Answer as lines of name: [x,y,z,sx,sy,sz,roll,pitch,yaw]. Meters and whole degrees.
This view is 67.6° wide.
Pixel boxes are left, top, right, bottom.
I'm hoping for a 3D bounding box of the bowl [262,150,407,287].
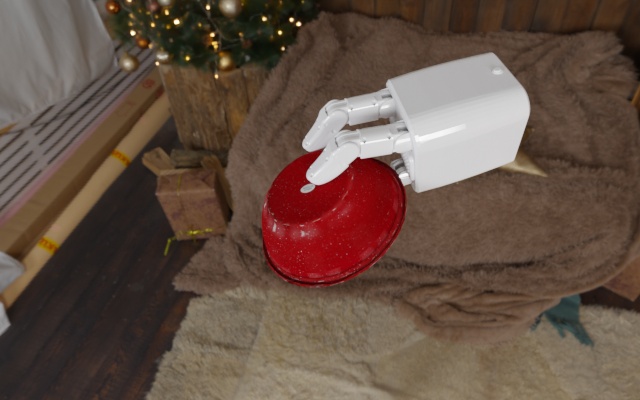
bowl: [-0.001,0.002,0.473,0.162,0.162,0.055,0,-35,31]
